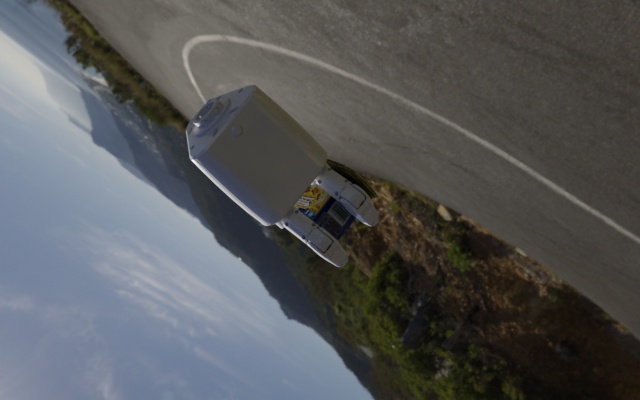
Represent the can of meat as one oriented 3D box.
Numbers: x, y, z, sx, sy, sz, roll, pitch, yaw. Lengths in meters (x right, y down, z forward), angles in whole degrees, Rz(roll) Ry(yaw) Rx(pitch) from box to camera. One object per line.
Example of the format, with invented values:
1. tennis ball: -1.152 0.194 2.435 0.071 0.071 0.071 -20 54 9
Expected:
1. can of meat: 0.000 0.002 0.543 0.057 0.084 0.102 44 -10 -35
